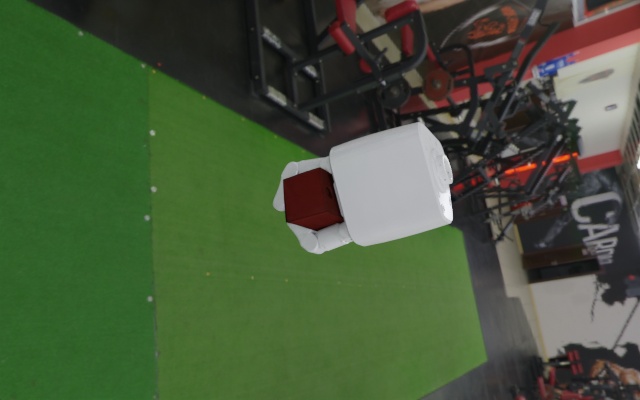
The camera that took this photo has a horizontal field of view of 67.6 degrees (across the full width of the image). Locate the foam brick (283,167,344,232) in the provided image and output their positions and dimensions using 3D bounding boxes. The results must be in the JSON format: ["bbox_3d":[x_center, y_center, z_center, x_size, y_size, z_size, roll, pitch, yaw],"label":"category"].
[{"bbox_3d":[0.000,0.002,0.547,0.051,0.053,0.078,-16,-20,27],"label":"foam brick"}]
